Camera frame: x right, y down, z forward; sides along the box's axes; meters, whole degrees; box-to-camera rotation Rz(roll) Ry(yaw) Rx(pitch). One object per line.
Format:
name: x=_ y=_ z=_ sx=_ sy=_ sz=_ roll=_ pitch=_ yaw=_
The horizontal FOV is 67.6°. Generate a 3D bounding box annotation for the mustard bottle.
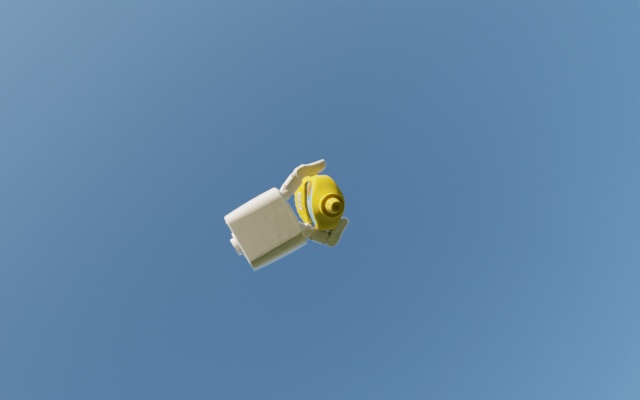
mustard bottle: x=0.000 y=0.003 z=0.847 sx=0.058 sy=0.096 sz=0.191 roll=-5 pitch=5 yaw=-14
